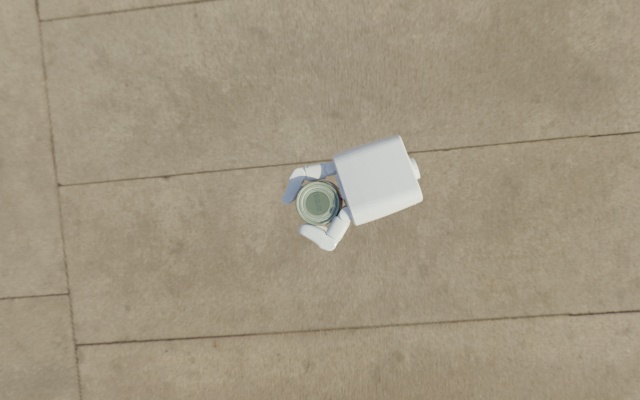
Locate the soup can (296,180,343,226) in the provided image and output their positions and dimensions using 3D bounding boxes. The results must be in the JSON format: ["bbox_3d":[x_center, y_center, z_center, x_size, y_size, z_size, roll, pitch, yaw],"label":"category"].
[{"bbox_3d":[0.000,0.002,0.743,0.068,0.068,0.102,0,2,4],"label":"soup can"}]
